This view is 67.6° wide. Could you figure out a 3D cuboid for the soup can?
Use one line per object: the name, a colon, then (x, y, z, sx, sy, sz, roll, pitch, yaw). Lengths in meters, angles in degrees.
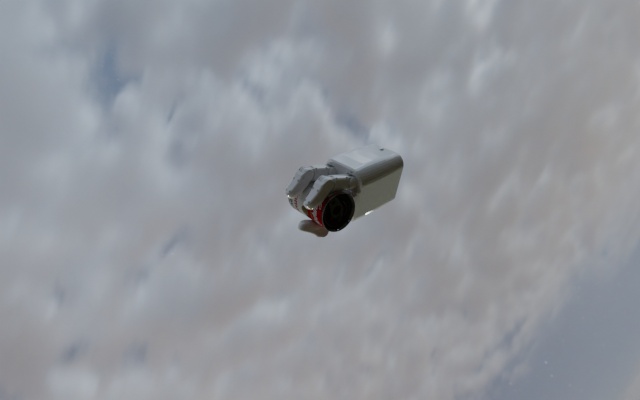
soup can: (0.000, 0.003, 0.808, 0.068, 0.068, 0.102, 0, 20, -40)
